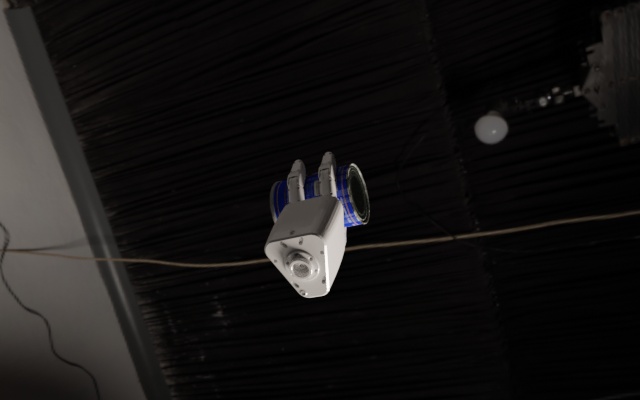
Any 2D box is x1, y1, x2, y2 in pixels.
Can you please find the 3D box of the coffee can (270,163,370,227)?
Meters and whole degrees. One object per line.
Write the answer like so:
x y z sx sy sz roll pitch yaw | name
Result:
0.000 0.003 0.807 0.140 0.103 0.103 -13 -5 20 | coffee can
